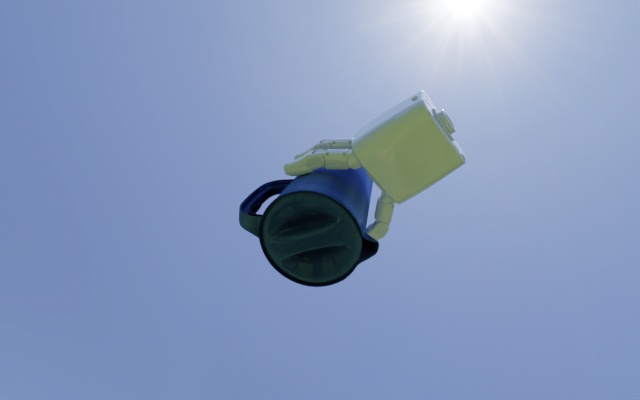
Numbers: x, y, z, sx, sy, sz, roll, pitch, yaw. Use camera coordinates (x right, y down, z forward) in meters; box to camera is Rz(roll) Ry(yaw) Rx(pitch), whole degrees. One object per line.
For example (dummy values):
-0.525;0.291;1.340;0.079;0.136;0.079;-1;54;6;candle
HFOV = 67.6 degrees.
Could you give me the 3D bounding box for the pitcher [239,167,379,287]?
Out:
0.000;0.002;0.687;0.145;0.149;0.242;-34;12;23;pitcher
